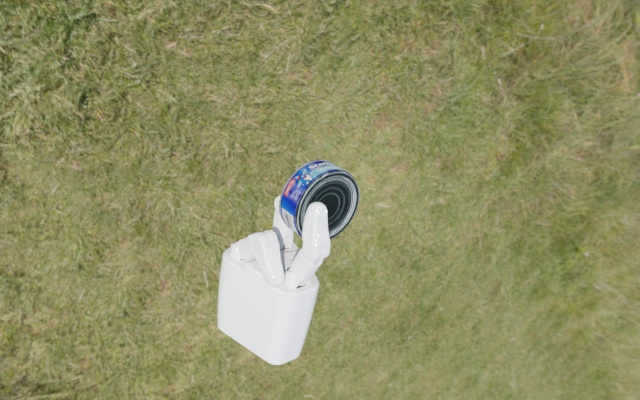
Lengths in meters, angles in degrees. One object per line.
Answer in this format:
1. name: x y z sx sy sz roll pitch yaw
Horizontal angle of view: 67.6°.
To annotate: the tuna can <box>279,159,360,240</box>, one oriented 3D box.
1. tuna can: 0.000 0.002 0.513 0.086 0.086 0.033 0 23 -40
